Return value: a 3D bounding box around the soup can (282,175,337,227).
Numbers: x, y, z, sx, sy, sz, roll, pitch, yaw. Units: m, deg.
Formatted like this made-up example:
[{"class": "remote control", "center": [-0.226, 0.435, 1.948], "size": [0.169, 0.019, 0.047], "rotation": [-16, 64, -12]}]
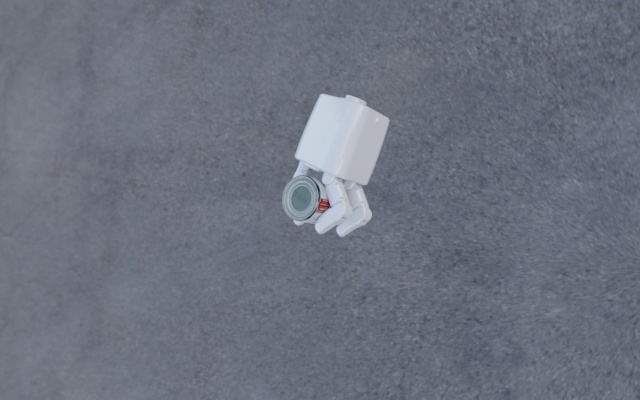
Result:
[{"class": "soup can", "center": [0.000, 0.003, 0.712], "size": [0.068, 0.068, 0.102], "rotation": [0, -7, 35]}]
